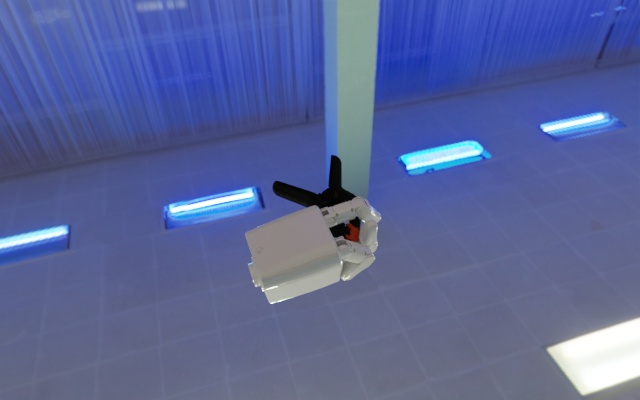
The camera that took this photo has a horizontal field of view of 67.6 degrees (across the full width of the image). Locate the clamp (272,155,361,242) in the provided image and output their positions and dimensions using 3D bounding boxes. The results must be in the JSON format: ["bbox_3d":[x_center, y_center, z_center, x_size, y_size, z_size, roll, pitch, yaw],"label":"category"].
[{"bbox_3d":[0.000,0.003,0.725,0.120,0.039,0.171,-24,45,-3],"label":"clamp"}]
